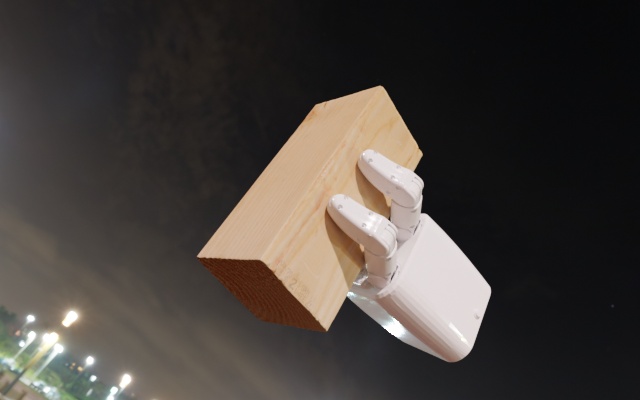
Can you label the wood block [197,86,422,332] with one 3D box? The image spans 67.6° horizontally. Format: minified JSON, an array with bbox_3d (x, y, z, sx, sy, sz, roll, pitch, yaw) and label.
[{"bbox_3d":[0.000,0.002,0.431,0.091,0.206,0.090,-6,-49,45],"label":"wood block"}]
